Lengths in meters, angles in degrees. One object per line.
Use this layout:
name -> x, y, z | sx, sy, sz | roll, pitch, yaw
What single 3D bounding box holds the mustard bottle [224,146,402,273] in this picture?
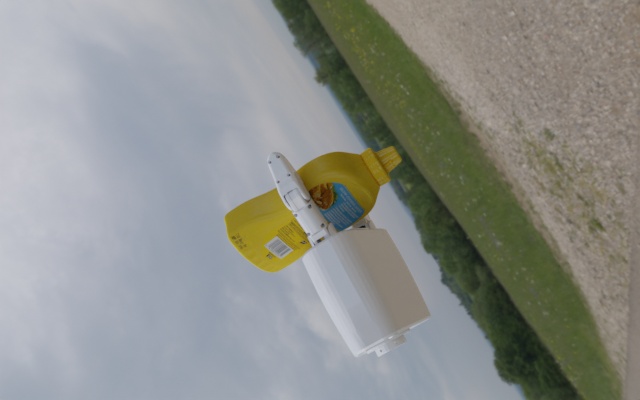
mustard bottle -> 0.000, 0.002, 0.508 | 0.191, 0.058, 0.096 | -32, -45, 11
